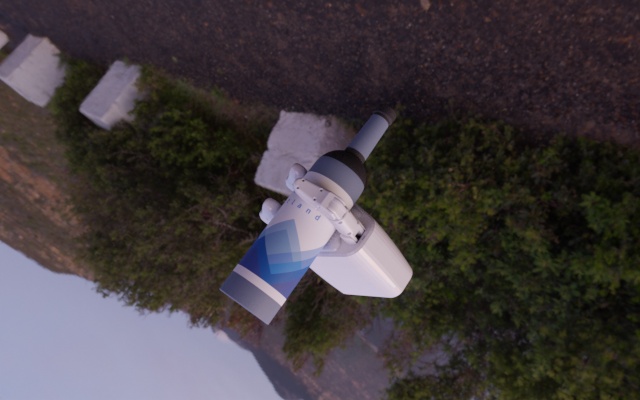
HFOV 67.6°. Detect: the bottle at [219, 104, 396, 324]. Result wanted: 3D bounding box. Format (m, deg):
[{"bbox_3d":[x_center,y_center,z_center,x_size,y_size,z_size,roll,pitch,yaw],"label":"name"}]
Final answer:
[{"bbox_3d":[0.000,0.002,0.559,0.069,0.295,0.069,33,-16,11],"label":"bottle"}]
